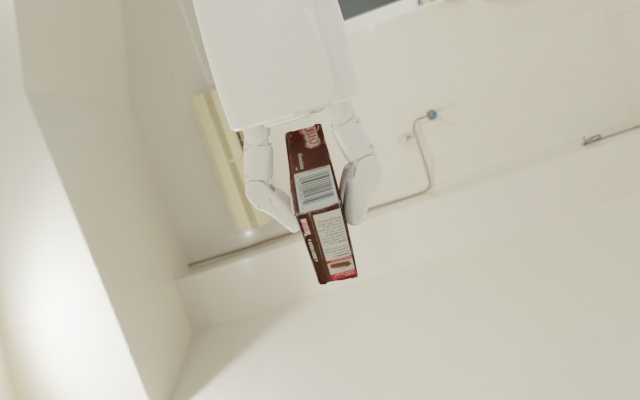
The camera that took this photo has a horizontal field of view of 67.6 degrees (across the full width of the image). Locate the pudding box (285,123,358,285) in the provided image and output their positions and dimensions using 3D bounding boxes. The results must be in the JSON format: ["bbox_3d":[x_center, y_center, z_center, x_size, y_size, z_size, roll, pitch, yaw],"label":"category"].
[{"bbox_3d":[0.000,0.001,0.417,0.039,0.090,0.113,-13,42,4],"label":"pudding box"}]
